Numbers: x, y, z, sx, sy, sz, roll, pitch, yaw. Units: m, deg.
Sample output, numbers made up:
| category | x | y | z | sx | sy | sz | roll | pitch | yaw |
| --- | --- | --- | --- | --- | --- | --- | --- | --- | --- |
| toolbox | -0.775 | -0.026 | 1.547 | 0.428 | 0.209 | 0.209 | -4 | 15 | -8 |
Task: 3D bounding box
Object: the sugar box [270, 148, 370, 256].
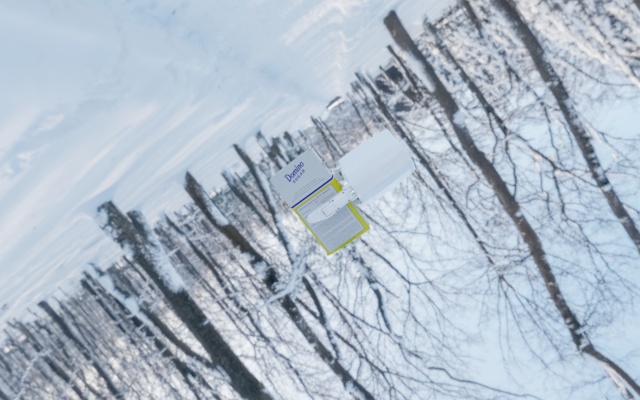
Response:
| category | x | y | z | sx | sy | sz | roll | pitch | yaw |
| --- | --- | --- | --- | --- | --- | --- | --- | --- | --- |
| sugar box | 0.000 | 0.003 | 0.850 | 0.093 | 0.176 | 0.048 | -35 | 7 | 10 |
